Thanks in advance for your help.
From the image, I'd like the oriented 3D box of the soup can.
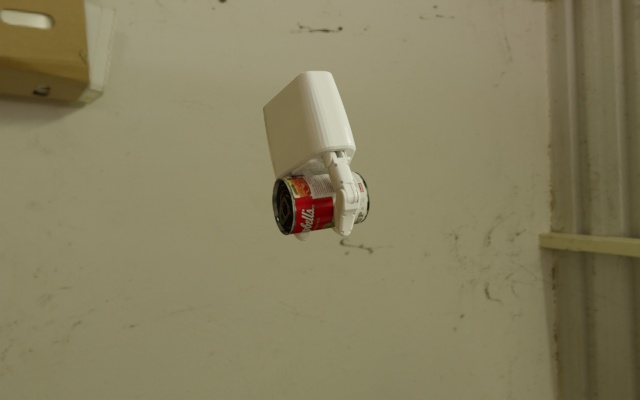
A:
[{"bbox_3d":[0.001,0.002,0.584,0.102,0.068,0.068,-7,3,-25],"label":"soup can"}]
